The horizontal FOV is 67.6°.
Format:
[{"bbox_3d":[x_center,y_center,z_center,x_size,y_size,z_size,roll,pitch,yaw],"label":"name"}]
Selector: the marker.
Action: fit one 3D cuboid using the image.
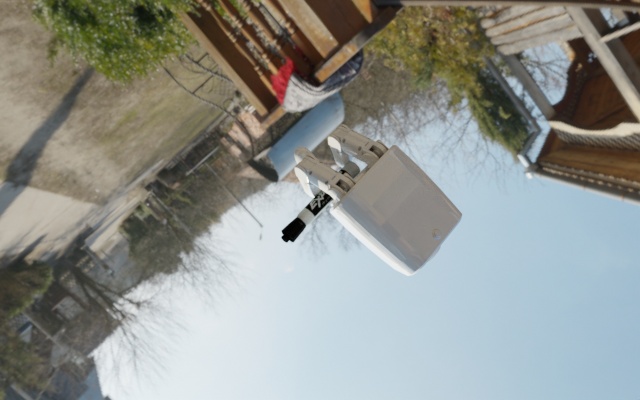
[{"bbox_3d":[0.000,0.002,0.535,0.121,0.020,0.020,-46,19,-19],"label":"marker"}]
